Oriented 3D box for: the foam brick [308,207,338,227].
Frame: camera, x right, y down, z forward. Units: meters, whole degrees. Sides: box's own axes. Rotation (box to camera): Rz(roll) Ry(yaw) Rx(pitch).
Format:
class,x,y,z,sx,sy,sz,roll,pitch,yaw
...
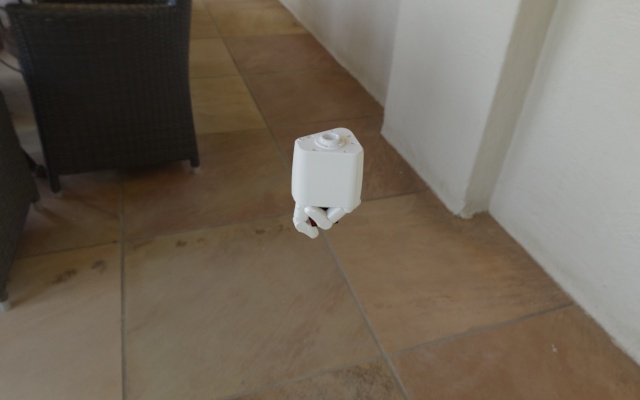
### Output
class,x,y,z,sx,sy,sz,roll,pitch,yaw
foam brick,0.000,0.003,0.878,0.053,0.051,0.078,-7,37,-15
